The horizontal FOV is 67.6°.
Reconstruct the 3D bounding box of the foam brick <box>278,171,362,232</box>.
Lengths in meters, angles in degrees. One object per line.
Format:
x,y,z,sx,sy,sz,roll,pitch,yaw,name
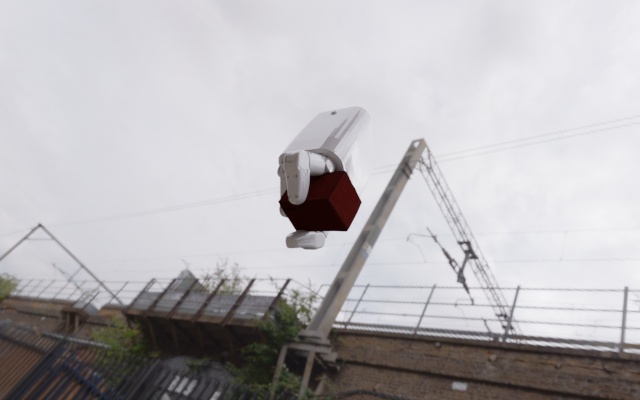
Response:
0.000,0.002,0.570,0.078,0.053,0.051,-2,40,37,foam brick
